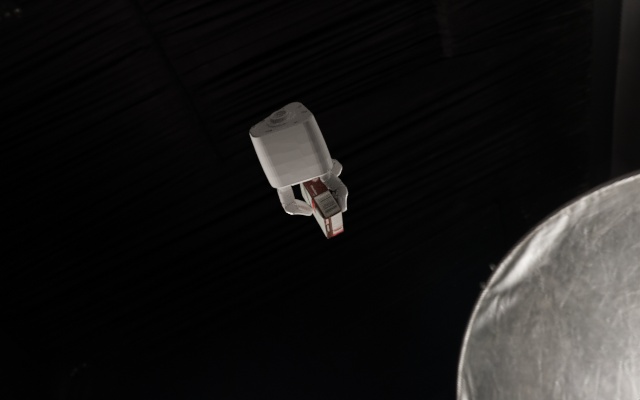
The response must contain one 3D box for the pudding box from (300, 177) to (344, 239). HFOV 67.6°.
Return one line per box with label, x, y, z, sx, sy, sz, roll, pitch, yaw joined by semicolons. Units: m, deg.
pudding box;0.000;0.003;0.887;0.039;0.113;0.090;-26;-27;-7
